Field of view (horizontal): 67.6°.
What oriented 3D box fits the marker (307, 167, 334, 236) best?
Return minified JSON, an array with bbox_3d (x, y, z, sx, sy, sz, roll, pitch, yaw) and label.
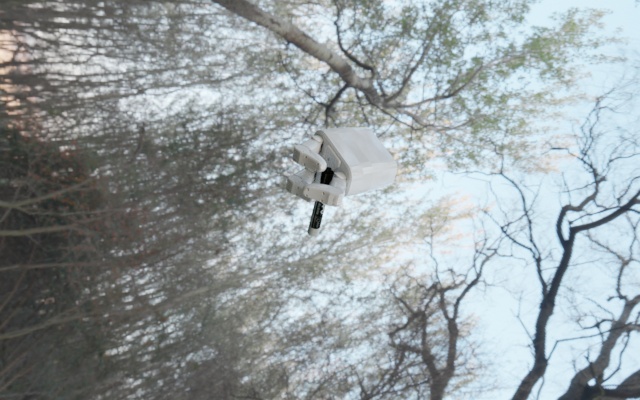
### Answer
[{"bbox_3d":[0.000,0.002,0.733,0.020,0.121,0.020,10,32,-6],"label":"marker"}]
